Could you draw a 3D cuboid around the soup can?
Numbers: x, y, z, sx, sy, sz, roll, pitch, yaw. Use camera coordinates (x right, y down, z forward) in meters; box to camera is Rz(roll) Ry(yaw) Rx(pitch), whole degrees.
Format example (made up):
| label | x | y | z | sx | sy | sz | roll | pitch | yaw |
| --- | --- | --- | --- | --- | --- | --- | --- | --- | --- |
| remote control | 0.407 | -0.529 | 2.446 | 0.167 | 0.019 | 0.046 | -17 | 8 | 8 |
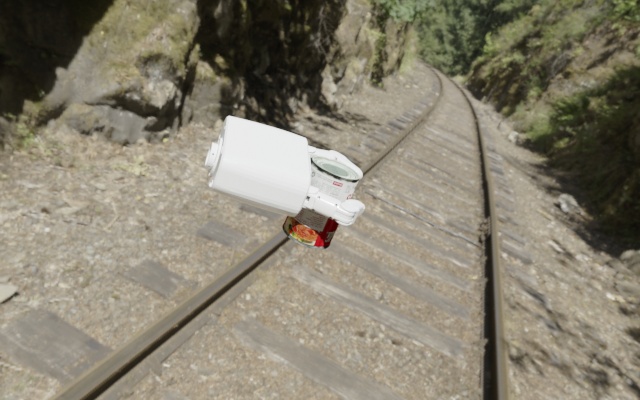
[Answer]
| label | x | y | z | sx | sy | sz | roll | pitch | yaw |
| --- | --- | --- | --- | --- | --- | --- | --- | --- | --- |
| soup can | 0.001 | 0.002 | 0.613 | 0.068 | 0.102 | 0.068 | 21 | 20 | -8 |
